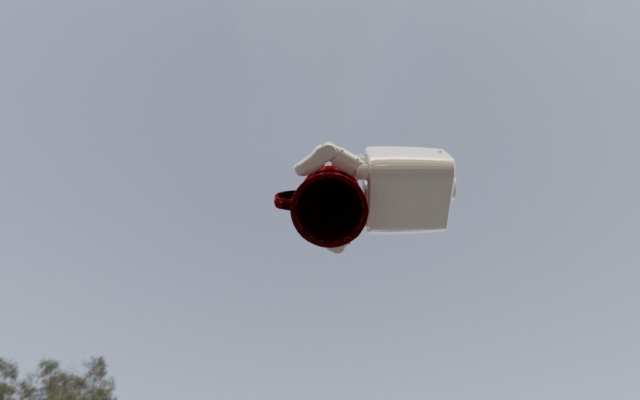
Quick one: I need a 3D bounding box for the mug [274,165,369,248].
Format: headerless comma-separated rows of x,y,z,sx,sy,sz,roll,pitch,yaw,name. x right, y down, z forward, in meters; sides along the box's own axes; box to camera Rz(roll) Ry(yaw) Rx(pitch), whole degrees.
-0.001,0.002,0.603,0.117,0.093,0.081,1,15,2,mug
